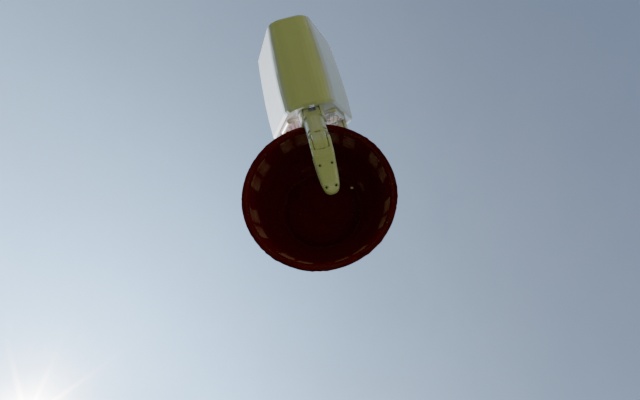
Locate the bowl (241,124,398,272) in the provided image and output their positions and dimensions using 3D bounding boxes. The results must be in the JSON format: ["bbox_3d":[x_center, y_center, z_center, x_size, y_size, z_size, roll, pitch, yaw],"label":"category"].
[{"bbox_3d":[0.000,0.003,0.515,0.162,0.162,0.055,0,-20,5],"label":"bowl"}]
